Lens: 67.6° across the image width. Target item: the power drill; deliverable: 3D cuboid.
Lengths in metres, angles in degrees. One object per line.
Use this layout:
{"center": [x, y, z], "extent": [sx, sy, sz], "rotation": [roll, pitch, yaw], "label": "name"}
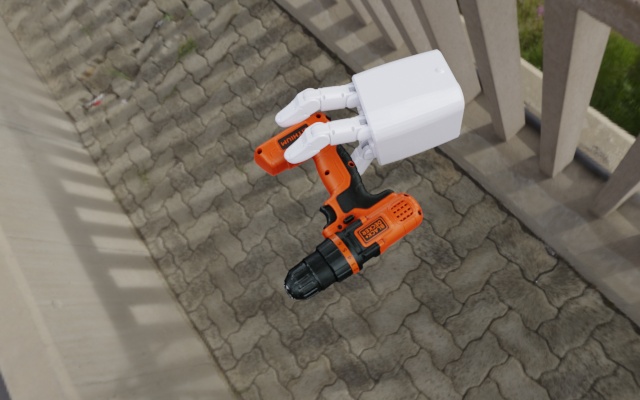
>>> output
{"center": [0.000, 0.001, 0.572], "extent": [0.184, 0.187, 0.057], "rotation": [-33, -13, -11], "label": "power drill"}
